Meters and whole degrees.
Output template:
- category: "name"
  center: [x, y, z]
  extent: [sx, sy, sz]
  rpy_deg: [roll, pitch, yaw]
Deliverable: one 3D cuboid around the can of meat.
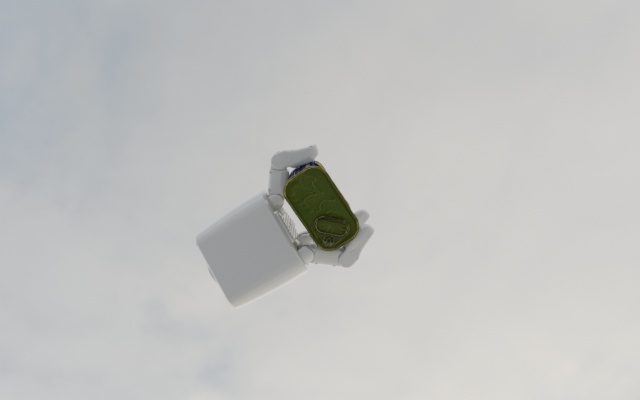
- category: "can of meat"
  center: [0.000, 0.002, 0.591]
  extent: [0.057, 0.102, 0.084]
  rpy_deg: [-33, 12, 5]
